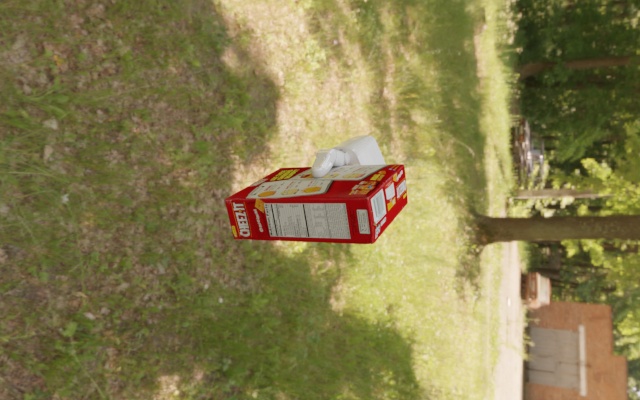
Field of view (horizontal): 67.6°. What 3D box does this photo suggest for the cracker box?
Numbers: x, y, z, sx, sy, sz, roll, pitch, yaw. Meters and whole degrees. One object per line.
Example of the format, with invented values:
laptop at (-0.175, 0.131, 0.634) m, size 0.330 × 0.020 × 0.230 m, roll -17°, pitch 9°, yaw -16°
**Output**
cracker box at (0.000, 0.002, 0.687) m, size 0.213 × 0.072 × 0.164 m, roll -1°, pitch 18°, yaw 26°
